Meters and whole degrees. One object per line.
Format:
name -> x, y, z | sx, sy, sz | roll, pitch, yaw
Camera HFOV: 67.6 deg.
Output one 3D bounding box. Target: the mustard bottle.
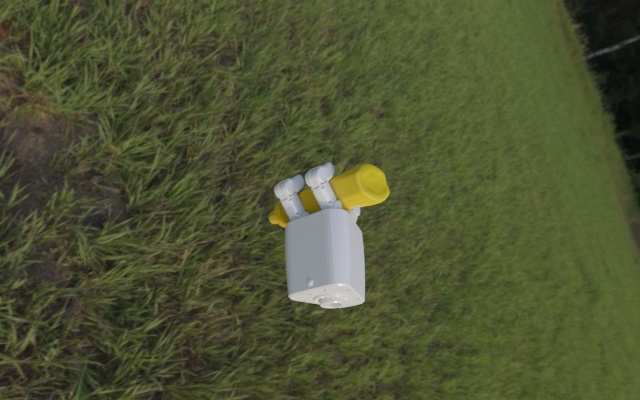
mustard bottle -> 0.000, 0.002, 0.716 | 0.191, 0.058, 0.096 | -20, -7, 31
